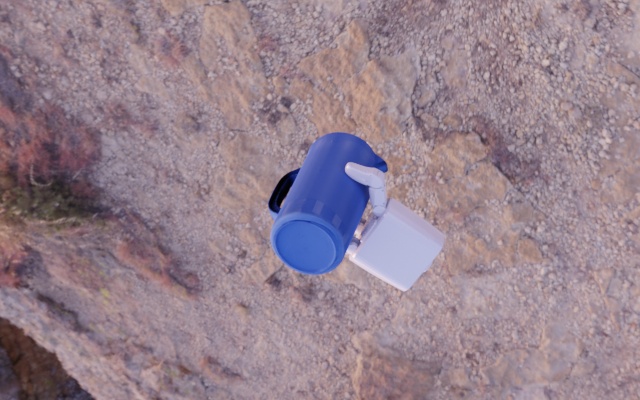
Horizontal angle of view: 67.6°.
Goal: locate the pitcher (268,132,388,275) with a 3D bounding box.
[{"bbox_3d":[0.000,0.003,0.750,0.145,0.149,0.242,34,35,-5],"label":"pitcher"}]
